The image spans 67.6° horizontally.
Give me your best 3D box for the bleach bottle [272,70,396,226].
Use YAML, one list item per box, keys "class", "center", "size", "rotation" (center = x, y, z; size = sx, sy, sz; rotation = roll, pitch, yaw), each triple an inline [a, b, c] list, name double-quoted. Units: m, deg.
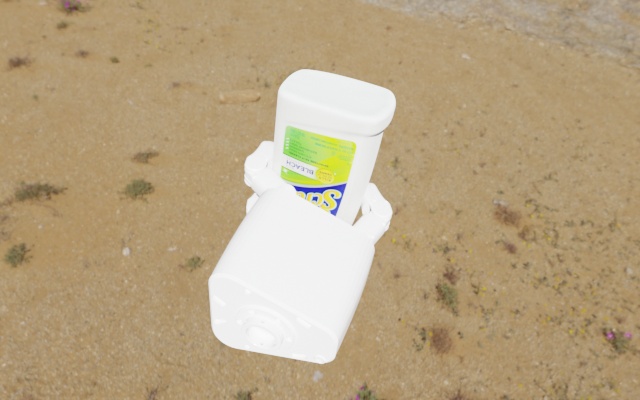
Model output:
- class: "bleach bottle"
  center: [0.000, 0.001, 0.484]
  size: [0.102, 0.251, 0.068]
  rotation: [18, 42, 11]
